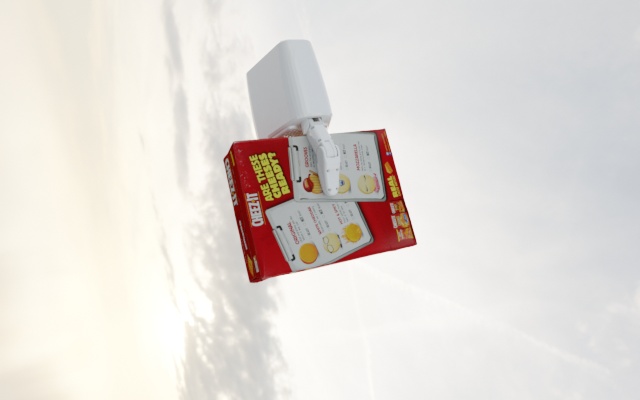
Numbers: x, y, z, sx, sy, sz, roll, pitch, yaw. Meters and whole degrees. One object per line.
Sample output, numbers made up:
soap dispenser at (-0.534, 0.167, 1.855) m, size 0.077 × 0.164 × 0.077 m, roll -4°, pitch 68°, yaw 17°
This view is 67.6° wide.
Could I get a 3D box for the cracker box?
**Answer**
cracker box at (0.000, 0.002, 0.608) m, size 0.213 × 0.164 × 0.072 m, roll -9°, pitch -11°, yaw -25°
